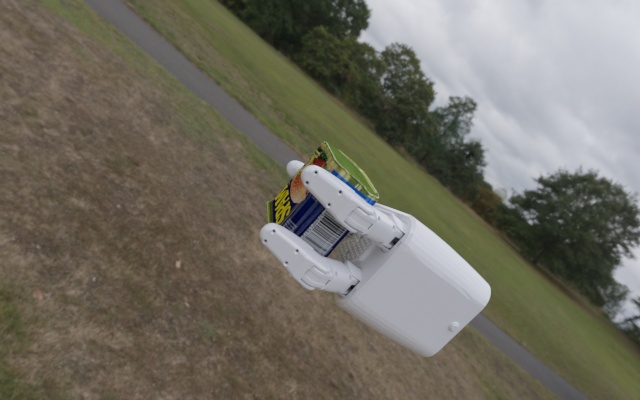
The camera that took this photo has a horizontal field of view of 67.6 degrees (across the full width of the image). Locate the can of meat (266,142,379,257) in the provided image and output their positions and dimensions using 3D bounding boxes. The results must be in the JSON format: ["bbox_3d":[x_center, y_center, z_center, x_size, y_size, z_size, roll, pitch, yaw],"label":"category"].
[{"bbox_3d":[0.000,0.001,0.420,0.057,0.084,0.102,38,12,-18],"label":"can of meat"}]
